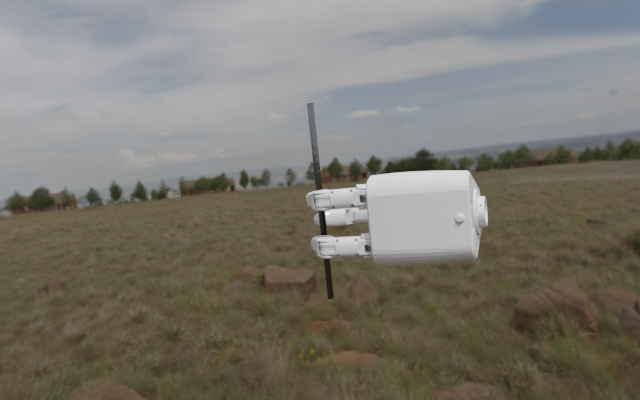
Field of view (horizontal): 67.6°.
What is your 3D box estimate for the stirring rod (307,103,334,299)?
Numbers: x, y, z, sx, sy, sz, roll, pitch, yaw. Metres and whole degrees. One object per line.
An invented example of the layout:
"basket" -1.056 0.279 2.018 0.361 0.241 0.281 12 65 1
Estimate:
"stirring rod" 0.000 0.002 0.584 0.011 0.239 0.011 -6 4 0
